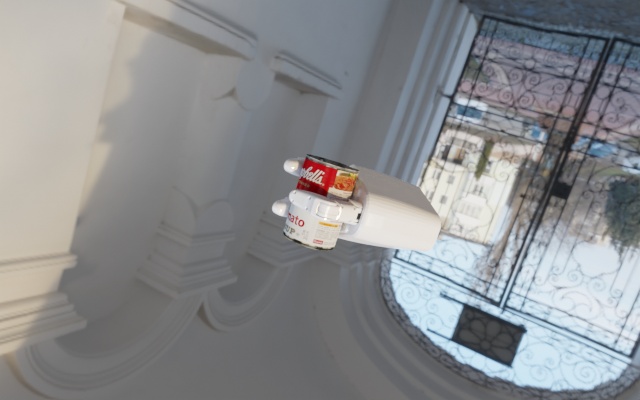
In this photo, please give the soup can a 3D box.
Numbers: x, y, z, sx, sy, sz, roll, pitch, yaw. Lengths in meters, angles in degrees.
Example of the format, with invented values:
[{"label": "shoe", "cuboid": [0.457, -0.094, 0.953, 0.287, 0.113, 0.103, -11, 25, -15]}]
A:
[{"label": "soup can", "cuboid": [0.000, 0.002, 0.583, 0.068, 0.102, 0.068, 17, 9, -3]}]
